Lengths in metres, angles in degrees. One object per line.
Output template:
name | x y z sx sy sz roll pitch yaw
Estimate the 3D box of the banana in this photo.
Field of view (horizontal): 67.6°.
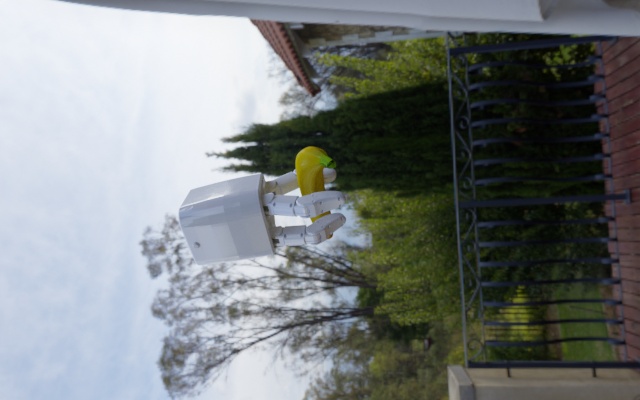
banana | -0.007 -0.015 0.640 0.037 0.069 0.198 -20 -29 -9
